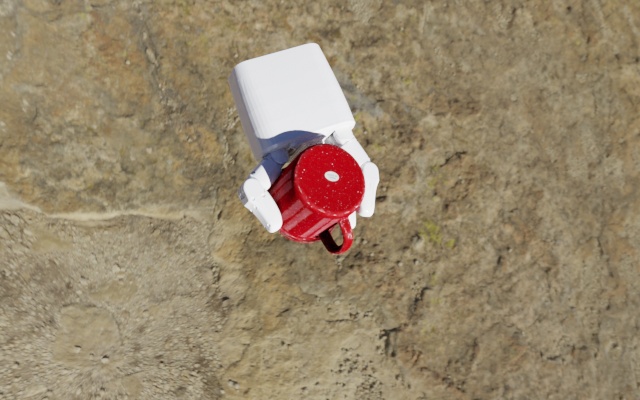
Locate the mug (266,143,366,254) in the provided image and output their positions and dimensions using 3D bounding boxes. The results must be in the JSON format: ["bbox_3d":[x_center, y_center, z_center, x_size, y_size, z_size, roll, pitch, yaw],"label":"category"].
[{"bbox_3d":[0.001,0.003,0.507,0.093,0.117,0.081,-19,-10,-29],"label":"mug"}]
